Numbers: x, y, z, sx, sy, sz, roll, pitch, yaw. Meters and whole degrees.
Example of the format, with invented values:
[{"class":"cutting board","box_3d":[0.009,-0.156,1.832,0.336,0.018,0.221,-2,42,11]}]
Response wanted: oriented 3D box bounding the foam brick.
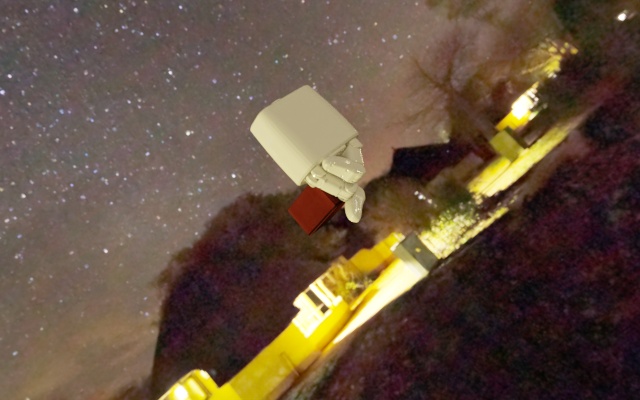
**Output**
[{"class":"foam brick","box_3d":[0.000,0.003,0.693,0.053,0.051,0.078,-35,-11,-50]}]
